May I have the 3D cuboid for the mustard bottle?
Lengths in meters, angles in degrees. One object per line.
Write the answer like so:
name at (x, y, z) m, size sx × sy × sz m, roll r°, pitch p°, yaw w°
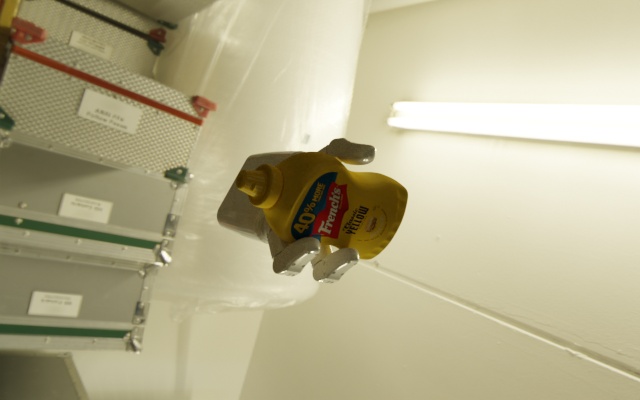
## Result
mustard bottle at (0.000, 0.002, 0.487) m, size 0.192 × 0.096 × 0.058 m, roll 16°, pitch 19°, yaw -38°
